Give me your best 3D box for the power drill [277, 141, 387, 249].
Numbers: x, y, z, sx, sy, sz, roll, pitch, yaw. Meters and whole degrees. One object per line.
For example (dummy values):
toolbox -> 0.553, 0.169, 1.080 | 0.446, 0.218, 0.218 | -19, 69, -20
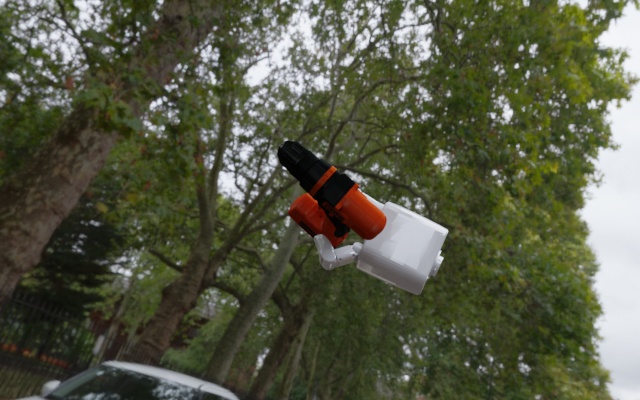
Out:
power drill -> 0.000, 0.003, 0.727 | 0.184, 0.057, 0.188 | 43, -18, 3
